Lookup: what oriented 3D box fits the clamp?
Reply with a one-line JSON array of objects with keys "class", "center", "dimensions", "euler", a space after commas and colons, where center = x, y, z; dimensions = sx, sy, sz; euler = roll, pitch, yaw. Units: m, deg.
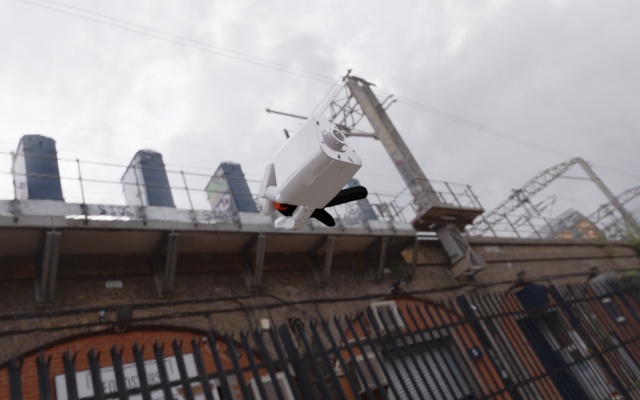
[{"class": "clamp", "center": [0.000, 0.002, 0.842], "dimensions": [0.171, 0.039, 0.120], "euler": [9, -45, -45]}]
